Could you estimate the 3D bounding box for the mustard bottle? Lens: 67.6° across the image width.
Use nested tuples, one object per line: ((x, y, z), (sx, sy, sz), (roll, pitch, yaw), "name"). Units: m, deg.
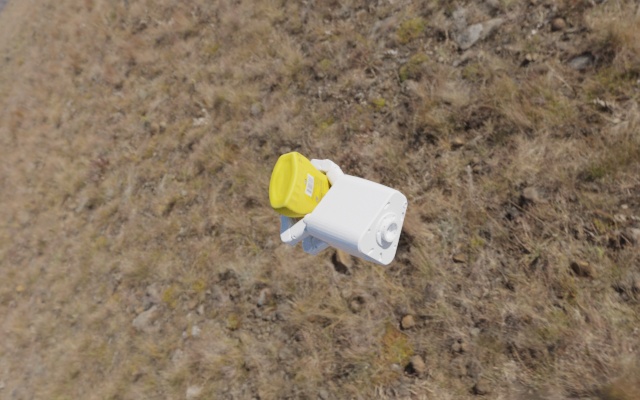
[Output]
((0.000, 0.002, 0.787), (0.058, 0.096, 0.192), (-12, -29, 36), "mustard bottle")
